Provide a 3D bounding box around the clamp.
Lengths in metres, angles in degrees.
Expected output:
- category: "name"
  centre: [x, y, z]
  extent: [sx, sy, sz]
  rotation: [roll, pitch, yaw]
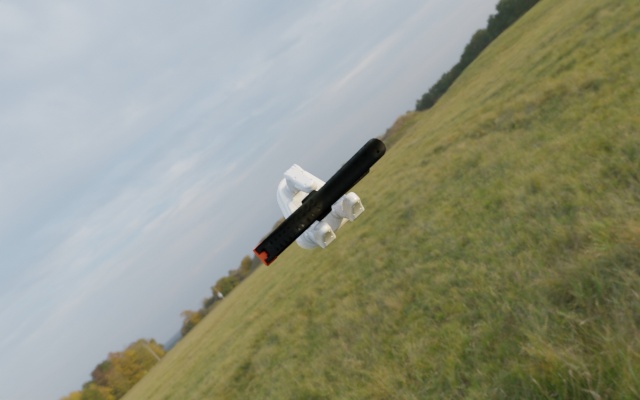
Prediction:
- category: "clamp"
  centre: [-0.001, 0.002, 0.613]
  extent: [0.210, 0.036, 0.164]
  rotation: [-42, -4, -11]
